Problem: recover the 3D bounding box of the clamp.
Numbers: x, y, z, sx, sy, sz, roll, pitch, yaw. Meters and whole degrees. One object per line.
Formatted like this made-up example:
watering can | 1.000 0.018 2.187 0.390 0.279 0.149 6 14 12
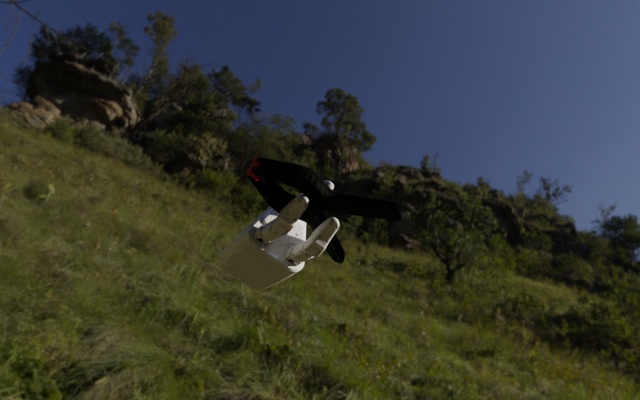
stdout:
clamp | 0.000 0.001 0.656 0.210 0.036 0.165 36 -44 -18
